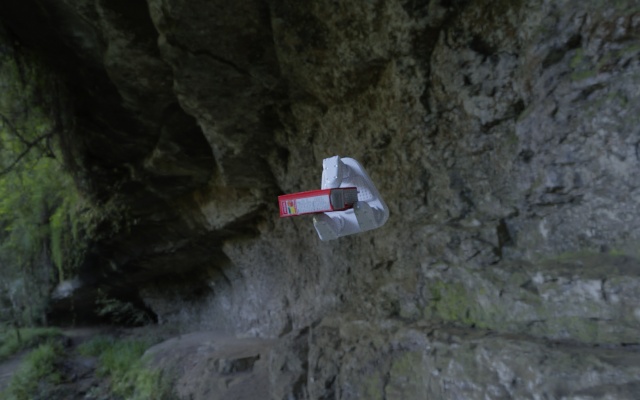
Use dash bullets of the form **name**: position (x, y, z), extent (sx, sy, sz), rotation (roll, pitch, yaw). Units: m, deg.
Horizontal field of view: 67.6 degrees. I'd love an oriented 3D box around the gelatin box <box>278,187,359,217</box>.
- **gelatin box**: position (0.000, 0.002, 0.608), extent (0.073, 0.030, 0.089), rotation (-7, -1, 25)
